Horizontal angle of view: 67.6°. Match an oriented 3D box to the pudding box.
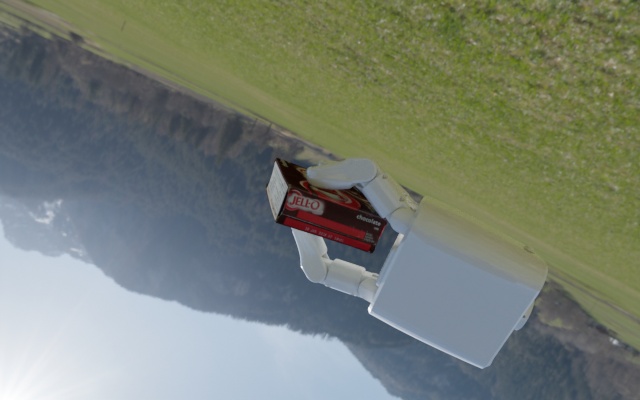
[{"bbox_3d":[0.000,0.002,0.433,0.090,0.039,0.113,20,9,-16],"label":"pudding box"}]
